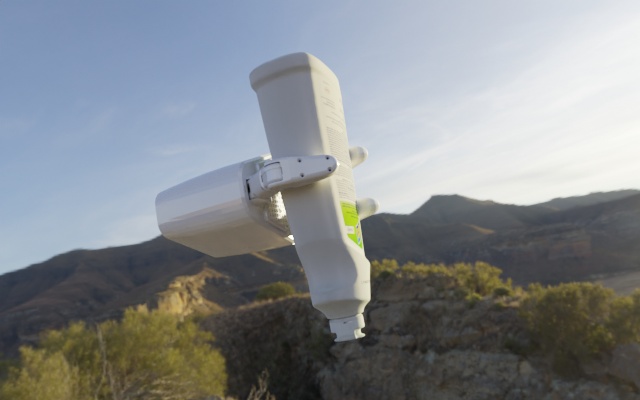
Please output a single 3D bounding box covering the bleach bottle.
[{"bbox_3d":[0.000,0.001,0.440,0.068,0.250,0.102,-14,-10,22],"label":"bleach bottle"}]
